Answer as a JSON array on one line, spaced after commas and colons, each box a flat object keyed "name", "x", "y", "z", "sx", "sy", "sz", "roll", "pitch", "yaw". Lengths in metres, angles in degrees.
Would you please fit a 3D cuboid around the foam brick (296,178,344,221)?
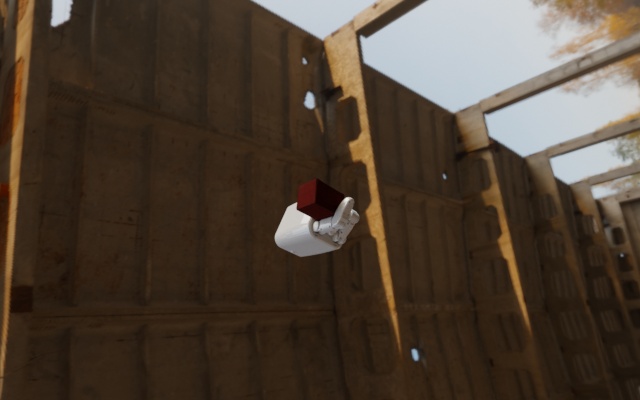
[{"name": "foam brick", "x": 0.000, "y": 0.003, "z": 0.897, "sx": 0.051, "sy": 0.053, "sz": 0.078, "roll": -19, "pitch": -37, "yaw": 40}]
